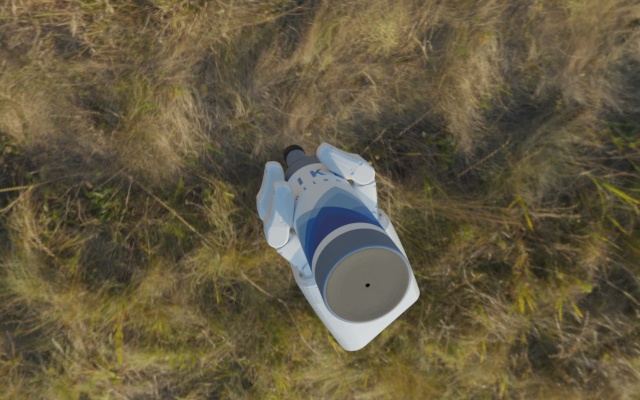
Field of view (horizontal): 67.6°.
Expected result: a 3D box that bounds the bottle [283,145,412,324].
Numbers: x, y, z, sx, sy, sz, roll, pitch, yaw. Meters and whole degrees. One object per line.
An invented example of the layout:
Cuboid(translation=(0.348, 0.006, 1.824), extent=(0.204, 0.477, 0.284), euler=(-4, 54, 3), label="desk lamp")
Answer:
Cuboid(translation=(0.000, 0.002, 0.465), extent=(0.069, 0.069, 0.295), euler=(0, 23, -14), label="bottle")
